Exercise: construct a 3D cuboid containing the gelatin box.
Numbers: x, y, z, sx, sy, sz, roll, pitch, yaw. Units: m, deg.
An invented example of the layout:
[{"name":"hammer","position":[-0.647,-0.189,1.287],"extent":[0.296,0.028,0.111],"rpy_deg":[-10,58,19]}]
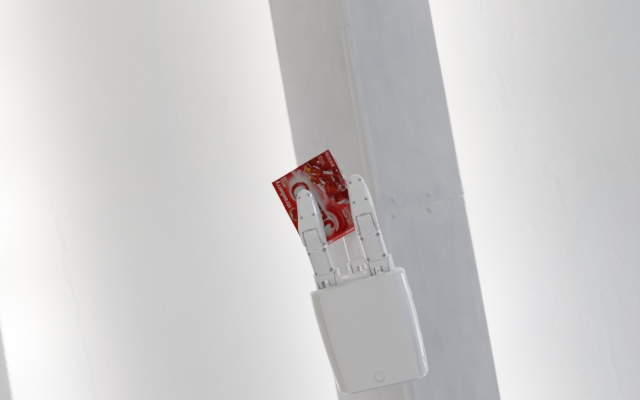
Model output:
[{"name":"gelatin box","position":[0.000,0.001,0.513],"extent":[0.073,0.089,0.030],"rpy_deg":[-30,-13,8]}]
